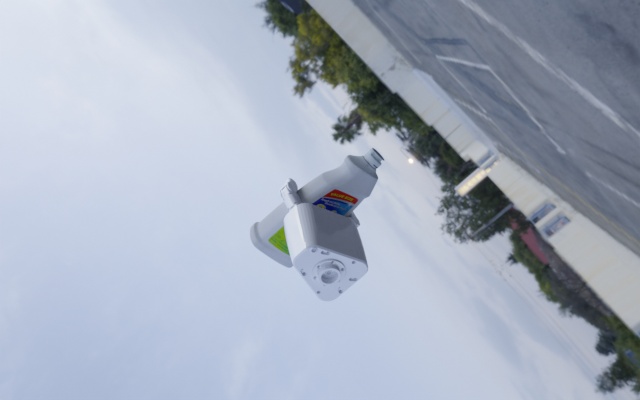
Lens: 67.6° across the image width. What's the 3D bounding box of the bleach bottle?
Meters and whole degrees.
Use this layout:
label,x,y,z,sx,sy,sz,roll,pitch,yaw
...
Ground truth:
label,x,y,z,sx,sy,sz,roll,pitch,yaw
bleach bottle,0.000,0.003,0.800,0.102,0.251,0.068,38,19,-27
